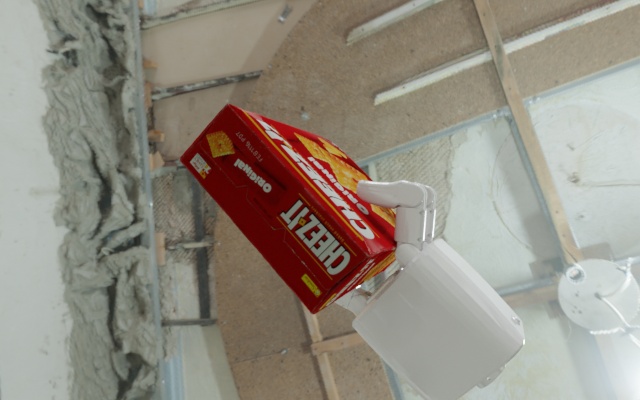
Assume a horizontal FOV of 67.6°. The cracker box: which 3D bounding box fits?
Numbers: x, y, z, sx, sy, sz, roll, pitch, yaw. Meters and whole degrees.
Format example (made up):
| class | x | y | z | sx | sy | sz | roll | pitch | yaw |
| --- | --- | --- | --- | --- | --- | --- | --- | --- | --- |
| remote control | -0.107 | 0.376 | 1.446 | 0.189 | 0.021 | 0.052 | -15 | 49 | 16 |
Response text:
| class | x | y | z | sx | sy | sz | roll | pitch | yaw |
| --- | --- | --- | --- | --- | --- | --- | --- | --- | --- |
| cracker box | 0.000 | 0.002 | 0.447 | 0.164 | 0.072 | 0.214 | 46 | 15 | 15 |
